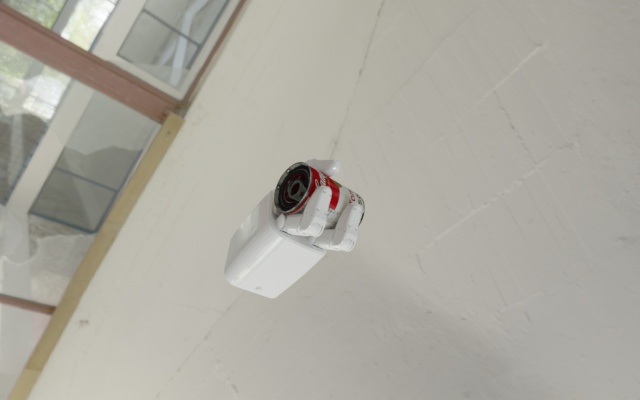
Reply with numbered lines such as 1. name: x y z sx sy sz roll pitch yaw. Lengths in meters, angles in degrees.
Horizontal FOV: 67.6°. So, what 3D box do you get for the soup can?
1. soup can: 0.001 0.002 0.619 0.102 0.068 0.068 28 -18 -37
